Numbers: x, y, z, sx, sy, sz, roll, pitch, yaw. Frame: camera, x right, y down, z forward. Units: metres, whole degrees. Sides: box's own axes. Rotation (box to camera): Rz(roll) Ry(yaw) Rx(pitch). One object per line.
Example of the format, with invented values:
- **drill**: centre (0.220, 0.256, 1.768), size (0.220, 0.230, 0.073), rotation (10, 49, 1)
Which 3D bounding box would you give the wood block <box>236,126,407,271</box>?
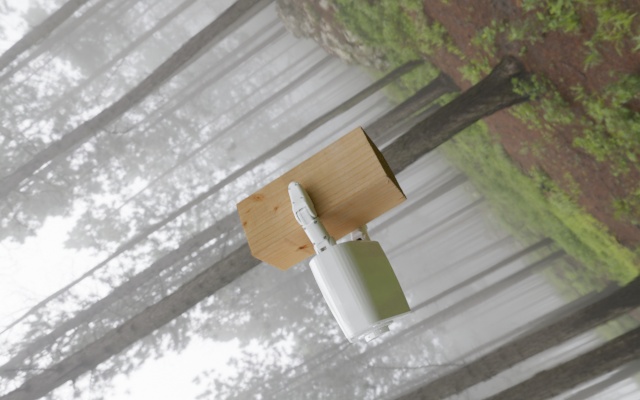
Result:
- **wood block**: centre (0.000, 0.002, 0.660), size (0.206, 0.090, 0.091), rotation (-31, -32, 13)
